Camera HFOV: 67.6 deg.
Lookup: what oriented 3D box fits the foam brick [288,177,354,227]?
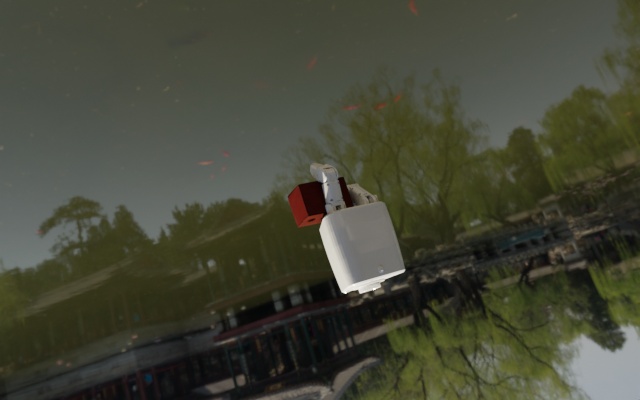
[{"bbox_3d":[0.000,0.002,0.711,0.078,0.051,0.053,-11,-16,-24],"label":"foam brick"}]
